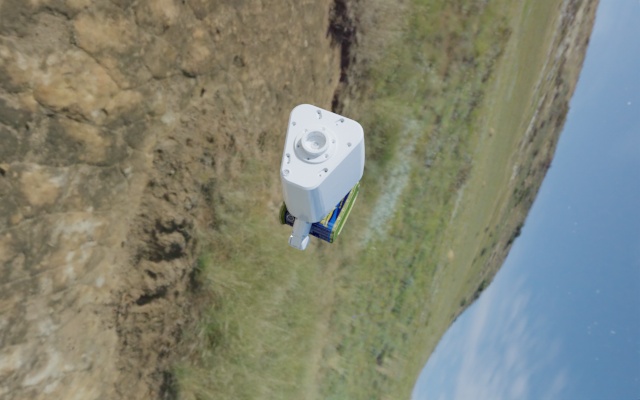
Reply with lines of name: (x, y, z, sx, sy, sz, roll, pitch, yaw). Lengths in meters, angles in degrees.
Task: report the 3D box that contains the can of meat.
can of meat: (0.000, 0.002, 0.691, 0.084, 0.102, 0.057, 22, -22, 11)
